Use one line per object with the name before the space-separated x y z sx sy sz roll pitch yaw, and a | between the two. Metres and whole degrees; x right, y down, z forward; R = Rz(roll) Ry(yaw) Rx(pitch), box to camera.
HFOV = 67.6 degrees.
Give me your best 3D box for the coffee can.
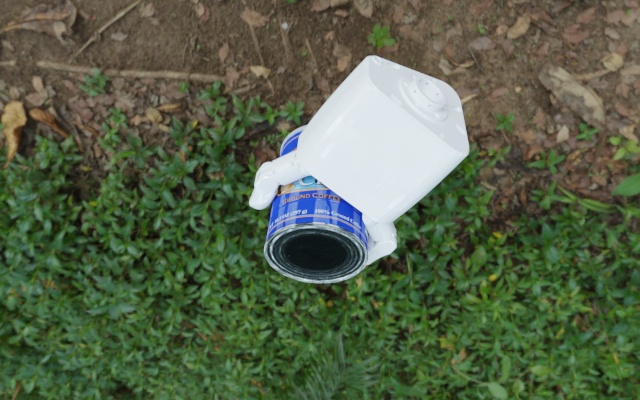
coffee can | 0.000 0.002 0.510 0.103 0.140 0.103 3 -40 2
